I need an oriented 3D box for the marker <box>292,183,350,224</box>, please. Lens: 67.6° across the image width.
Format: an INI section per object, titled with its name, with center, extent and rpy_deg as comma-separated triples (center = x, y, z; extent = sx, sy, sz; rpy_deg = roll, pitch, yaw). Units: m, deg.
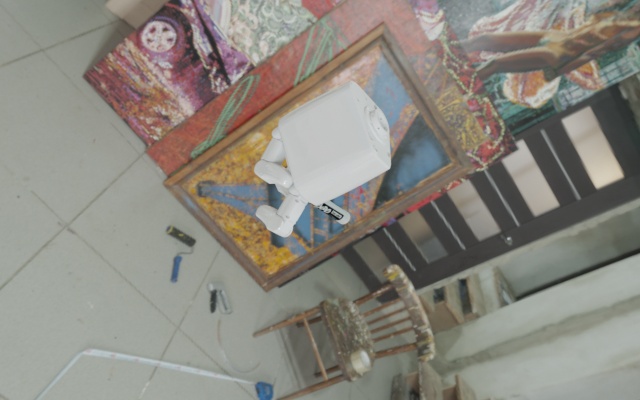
[marker]
center = 0.000, 0.002, 0.631
extent = 0.020, 0.020, 0.121
rpy_deg = 0, -22, 38
